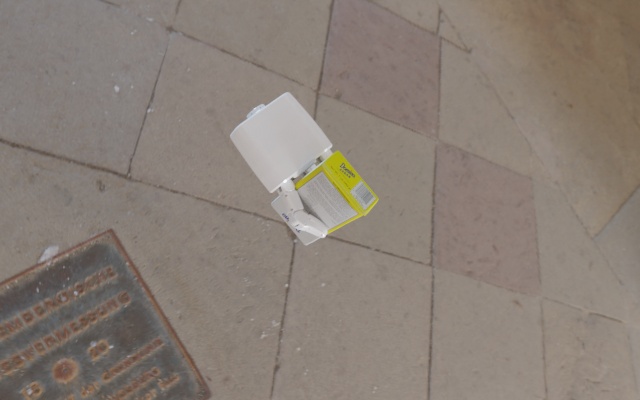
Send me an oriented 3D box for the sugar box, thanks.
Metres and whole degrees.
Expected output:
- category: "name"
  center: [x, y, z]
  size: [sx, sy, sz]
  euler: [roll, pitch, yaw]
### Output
- category: "sugar box"
  center: [0.000, 0.002, 0.721]
  size: [0.048, 0.093, 0.176]
  euler: [-43, 6, -32]
